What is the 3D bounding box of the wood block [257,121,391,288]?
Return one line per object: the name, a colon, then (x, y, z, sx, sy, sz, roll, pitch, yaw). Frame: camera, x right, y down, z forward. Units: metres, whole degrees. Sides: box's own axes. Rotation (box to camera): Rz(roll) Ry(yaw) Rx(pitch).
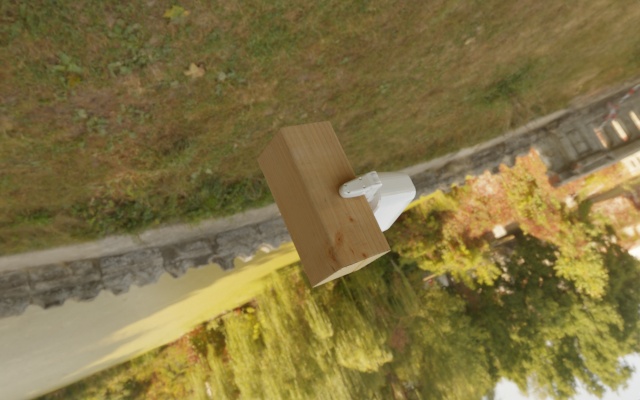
wood block: (0.001, 0.002, 0.673, 0.090, 0.206, 0.091, -15, -17, -35)
